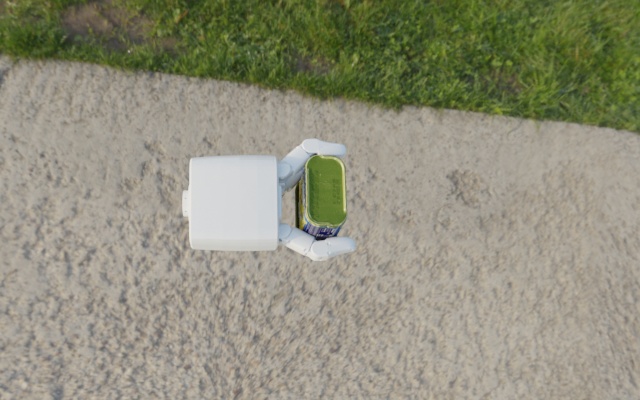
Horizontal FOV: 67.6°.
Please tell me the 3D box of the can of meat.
[{"bbox_3d":[0.000,0.002,0.619,0.057,0.102,0.084,2,-23,-9],"label":"can of meat"}]
